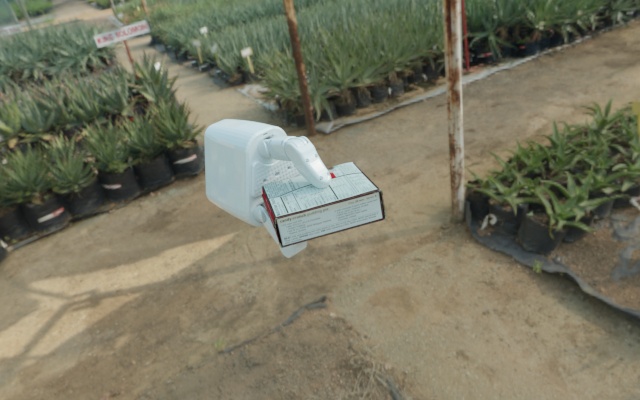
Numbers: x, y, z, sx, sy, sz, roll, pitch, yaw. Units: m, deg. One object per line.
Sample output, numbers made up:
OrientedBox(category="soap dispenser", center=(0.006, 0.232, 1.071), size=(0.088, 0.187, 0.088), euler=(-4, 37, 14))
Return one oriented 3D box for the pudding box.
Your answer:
OrientedBox(category="pudding box", center=(0.000, 0.001, 0.504), size=(0.113, 0.039, 0.090), euler=(-16, 27, -8))
